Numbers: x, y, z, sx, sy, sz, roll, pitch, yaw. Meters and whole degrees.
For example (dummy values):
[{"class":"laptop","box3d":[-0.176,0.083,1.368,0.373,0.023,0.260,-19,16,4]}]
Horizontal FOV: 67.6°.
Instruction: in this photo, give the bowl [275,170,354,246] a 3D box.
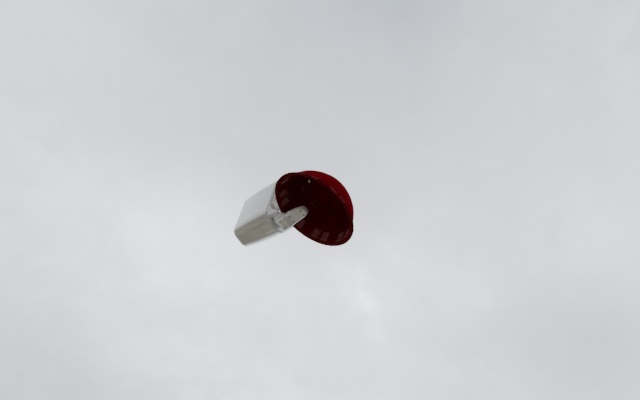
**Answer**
[{"class":"bowl","box3d":[0.001,0.002,0.841,0.162,0.162,0.055,0,37,42]}]
